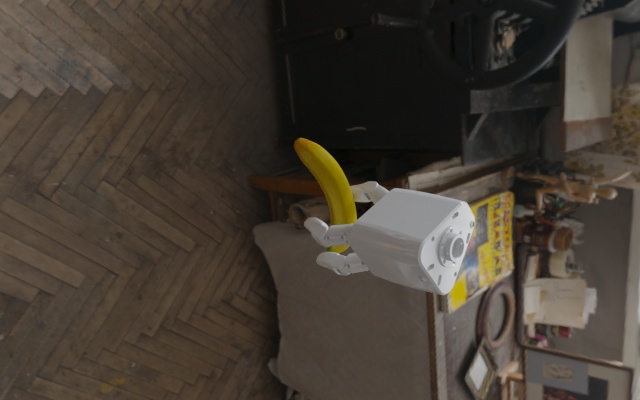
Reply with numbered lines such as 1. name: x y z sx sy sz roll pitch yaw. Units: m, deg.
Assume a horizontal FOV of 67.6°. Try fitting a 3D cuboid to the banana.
1. banana: 0.015 -0.002 0.673 0.069 0.198 0.037 -28 27 -31
